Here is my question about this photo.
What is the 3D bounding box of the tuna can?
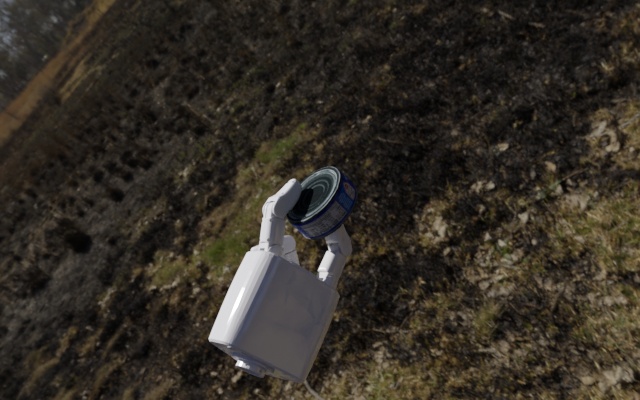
[{"bbox_3d":[0.000,0.001,0.561,0.034,0.086,0.086,44,-26,-30],"label":"tuna can"}]
